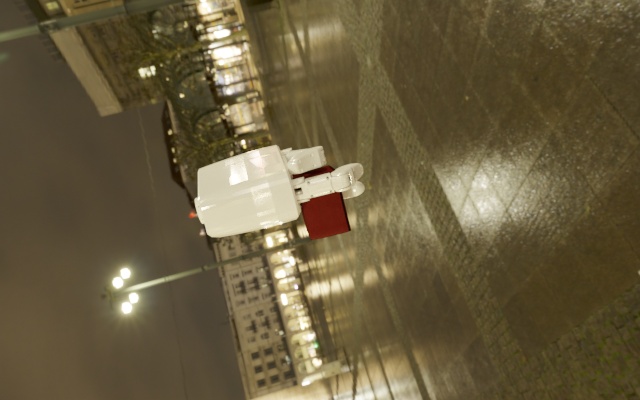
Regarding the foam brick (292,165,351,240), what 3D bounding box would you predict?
[{"bbox_3d":[0.000,0.002,0.589,0.051,0.078,0.053,-16,14,-6],"label":"foam brick"}]
